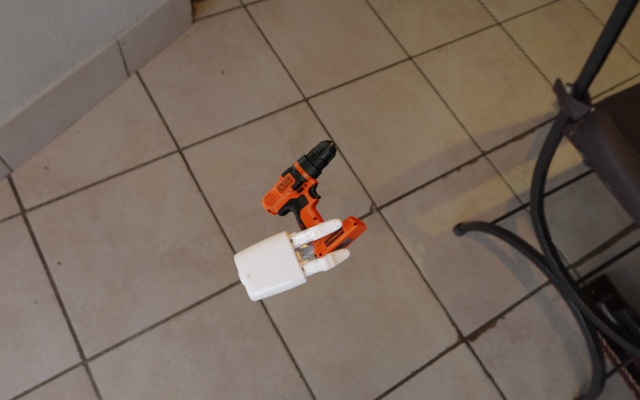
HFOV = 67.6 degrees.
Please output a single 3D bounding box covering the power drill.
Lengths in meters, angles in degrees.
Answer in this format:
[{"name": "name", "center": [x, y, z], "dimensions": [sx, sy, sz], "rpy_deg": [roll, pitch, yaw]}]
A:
[{"name": "power drill", "center": [0.000, 0.003, 0.889], "dimensions": [0.184, 0.187, 0.057], "rpy_deg": [-45, -25, 13]}]
